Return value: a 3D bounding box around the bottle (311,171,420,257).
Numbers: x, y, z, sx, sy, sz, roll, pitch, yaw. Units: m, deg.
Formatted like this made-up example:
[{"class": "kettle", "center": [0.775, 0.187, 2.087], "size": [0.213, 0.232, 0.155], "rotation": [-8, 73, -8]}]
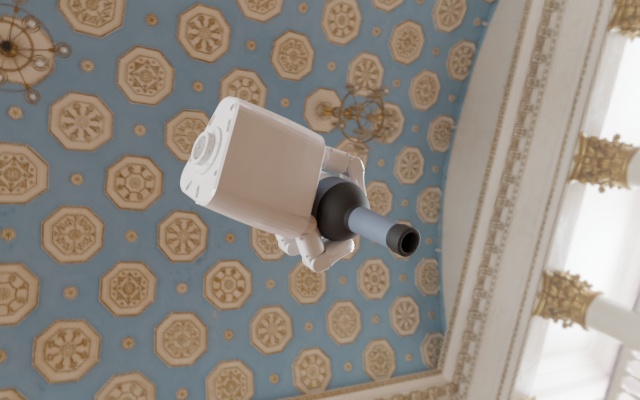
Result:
[{"class": "bottle", "center": [0.000, 0.002, 0.538], "size": [0.069, 0.069, 0.295], "rotation": [0, 14, -33]}]
